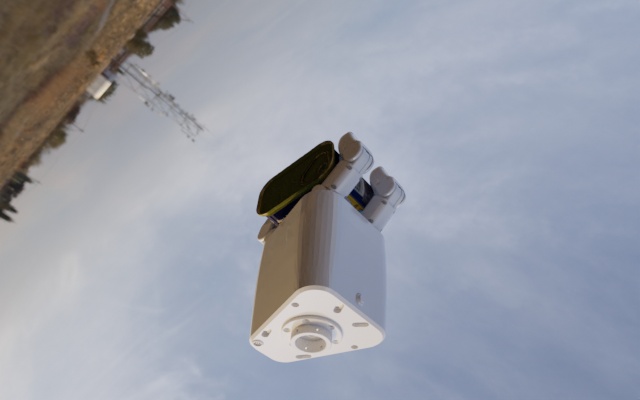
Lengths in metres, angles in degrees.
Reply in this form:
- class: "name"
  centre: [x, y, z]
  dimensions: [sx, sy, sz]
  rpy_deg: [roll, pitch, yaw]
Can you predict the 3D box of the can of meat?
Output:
- class: "can of meat"
  centre: [0.000, 0.002, 0.492]
  dimensions: [0.102, 0.057, 0.084]
  rpy_deg: [-33, -58, 25]
